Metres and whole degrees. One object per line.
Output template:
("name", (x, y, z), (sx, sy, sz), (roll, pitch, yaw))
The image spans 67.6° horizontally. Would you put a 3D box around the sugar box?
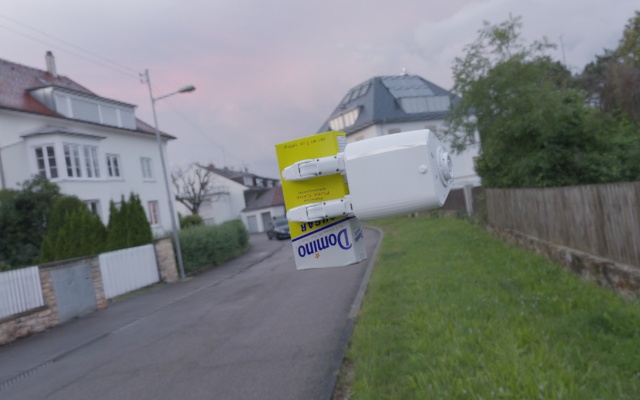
("sugar box", (0.000, 0.002, 0.645), (0.093, 0.176, 0.048), (-10, -1, 26))
